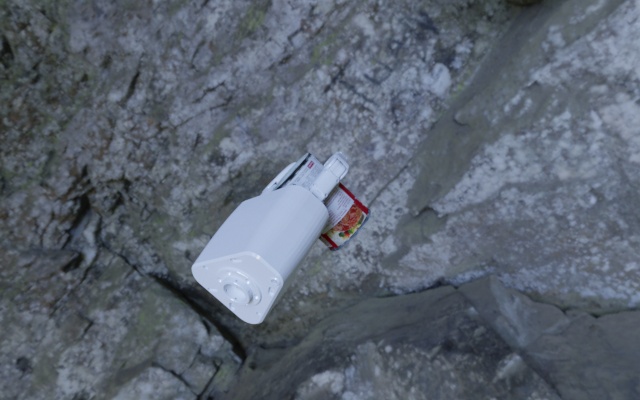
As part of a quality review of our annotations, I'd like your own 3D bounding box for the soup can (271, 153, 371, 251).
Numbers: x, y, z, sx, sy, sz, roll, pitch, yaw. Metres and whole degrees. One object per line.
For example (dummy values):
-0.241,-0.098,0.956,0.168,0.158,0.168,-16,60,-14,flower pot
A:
0.000,0.001,0.565,0.102,0.068,0.068,43,-9,-9,soup can
